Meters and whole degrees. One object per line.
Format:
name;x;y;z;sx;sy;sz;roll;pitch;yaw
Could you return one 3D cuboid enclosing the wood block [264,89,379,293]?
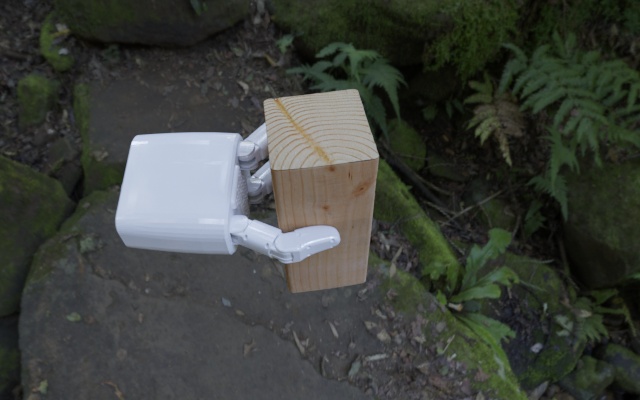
wood block;0.000;0.002;0.487;0.090;0.090;0.206;-7;-38;-4
